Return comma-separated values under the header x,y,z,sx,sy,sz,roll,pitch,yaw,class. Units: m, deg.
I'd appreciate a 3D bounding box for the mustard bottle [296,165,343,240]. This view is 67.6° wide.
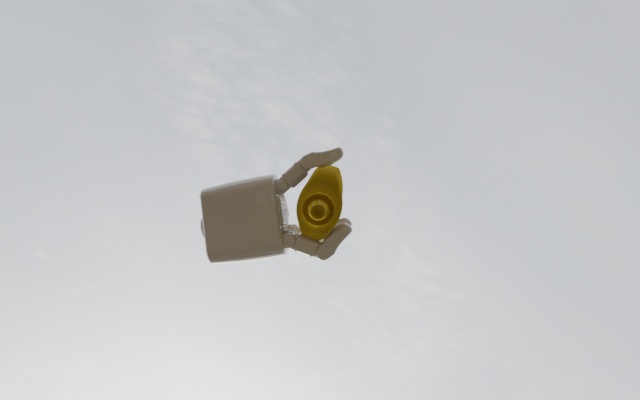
x,y,z,sx,sy,sz,roll,pitch,yaw,class
0.000,0.002,0.653,0.058,0.096,0.191,15,7,1,mustard bottle
